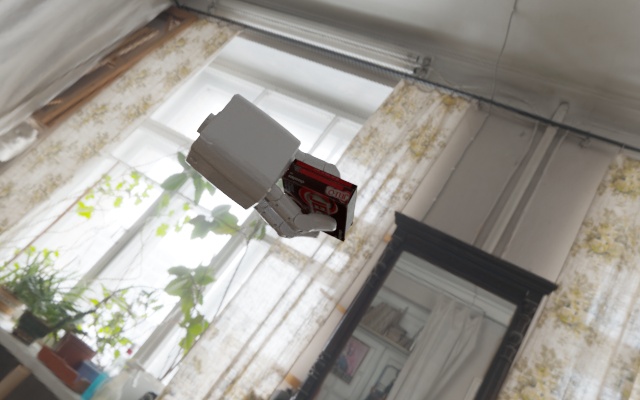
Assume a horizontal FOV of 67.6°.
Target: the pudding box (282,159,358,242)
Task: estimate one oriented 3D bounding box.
[{"bbox_3d":[0.000,0.002,0.630,0.090,0.039,0.113,25,-22,13],"label":"pudding box"}]
